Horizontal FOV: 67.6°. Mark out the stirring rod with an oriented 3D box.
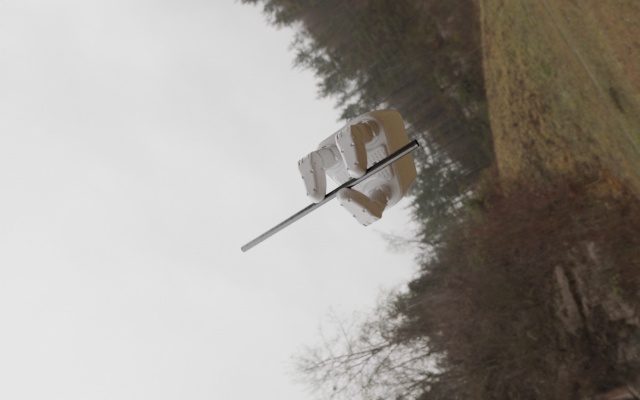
[{"bbox_3d":[0.000,0.002,0.504,0.239,0.011,0.011,-32,-16,28],"label":"stirring rod"}]
